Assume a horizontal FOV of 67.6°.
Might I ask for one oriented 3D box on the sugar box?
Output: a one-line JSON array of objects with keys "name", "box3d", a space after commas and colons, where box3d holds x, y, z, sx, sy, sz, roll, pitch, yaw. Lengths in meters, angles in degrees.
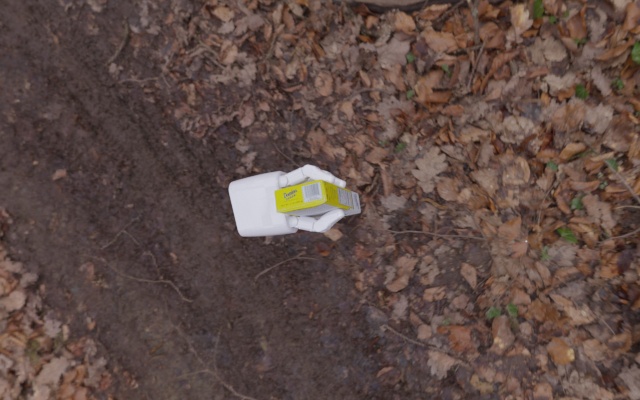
[{"name": "sugar box", "box3d": [0.000, 0.002, 0.863, 0.093, 0.048, 0.176, -12, -9, 22]}]
